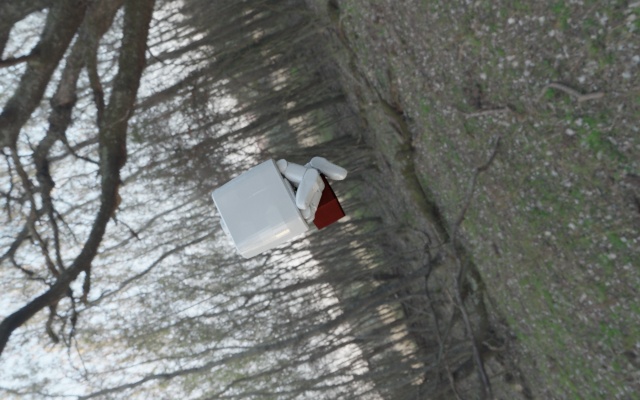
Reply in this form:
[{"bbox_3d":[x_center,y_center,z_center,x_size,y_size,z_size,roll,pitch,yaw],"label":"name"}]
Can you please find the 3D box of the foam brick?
[{"bbox_3d":[0.000,0.003,0.759,0.051,0.053,0.078,-30,-28,0],"label":"foam brick"}]
